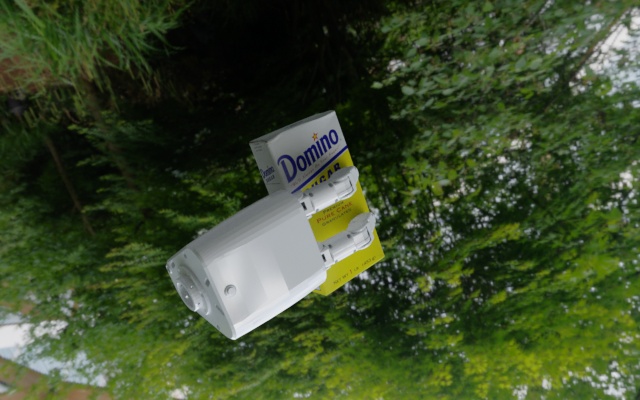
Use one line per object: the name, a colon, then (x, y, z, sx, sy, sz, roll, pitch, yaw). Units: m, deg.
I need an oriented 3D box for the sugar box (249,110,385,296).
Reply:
sugar box: (0.000, 0.002, 0.515, 0.093, 0.176, 0.048, -29, 18, -30)
